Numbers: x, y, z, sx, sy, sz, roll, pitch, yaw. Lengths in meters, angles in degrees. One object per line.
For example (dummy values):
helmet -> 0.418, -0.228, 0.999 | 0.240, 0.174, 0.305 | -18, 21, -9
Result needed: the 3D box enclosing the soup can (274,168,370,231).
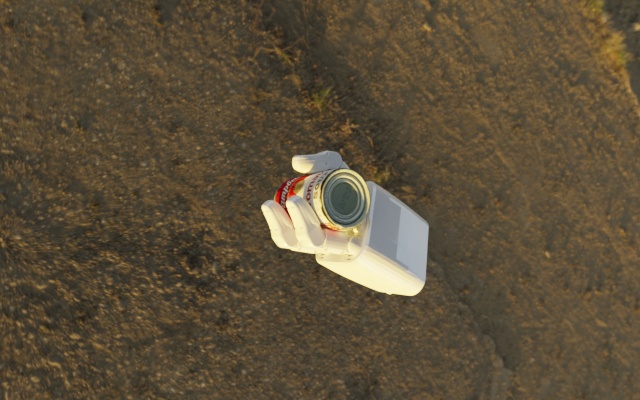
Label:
soup can -> 0.000, 0.001, 0.547 | 0.068, 0.068, 0.102 | 0, -4, -34
